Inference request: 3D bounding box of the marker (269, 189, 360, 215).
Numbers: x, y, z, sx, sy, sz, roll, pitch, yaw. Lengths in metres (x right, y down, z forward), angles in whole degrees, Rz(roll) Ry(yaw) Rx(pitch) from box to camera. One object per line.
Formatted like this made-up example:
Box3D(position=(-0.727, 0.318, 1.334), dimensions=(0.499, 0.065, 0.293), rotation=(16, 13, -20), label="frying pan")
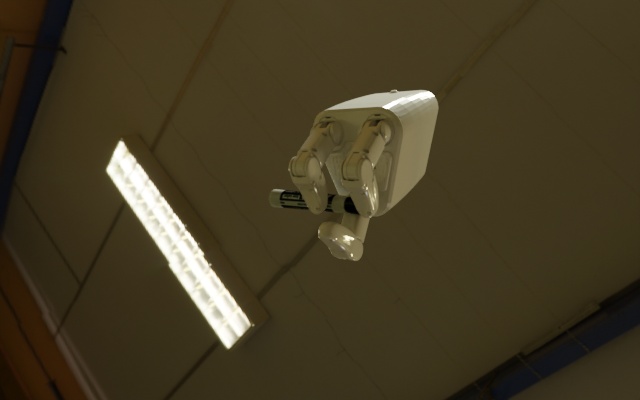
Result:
Box3D(position=(0.000, 0.002, 0.476), dimensions=(0.121, 0.020, 0.020), rotation=(5, 3, 34), label="marker")
